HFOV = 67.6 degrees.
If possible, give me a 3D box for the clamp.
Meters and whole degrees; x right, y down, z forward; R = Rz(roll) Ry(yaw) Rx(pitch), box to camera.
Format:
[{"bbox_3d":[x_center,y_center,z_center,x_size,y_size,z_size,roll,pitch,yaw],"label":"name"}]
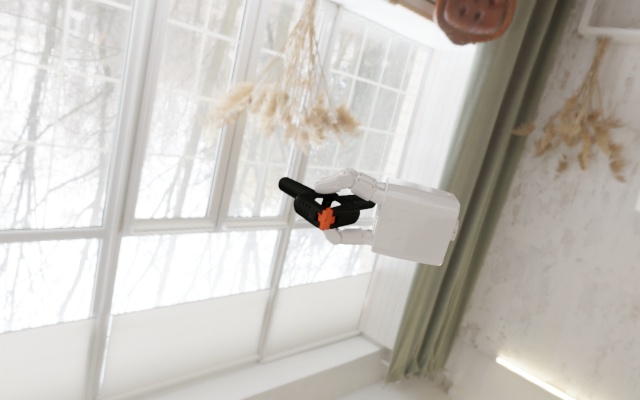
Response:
[{"bbox_3d":[0.000,0.003,0.705,0.164,0.036,0.210,11,12,6],"label":"clamp"}]
